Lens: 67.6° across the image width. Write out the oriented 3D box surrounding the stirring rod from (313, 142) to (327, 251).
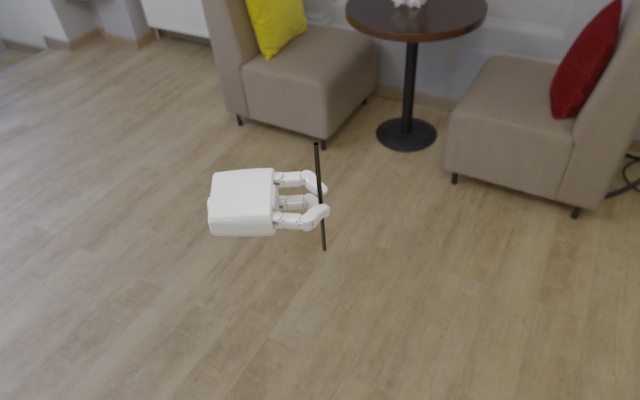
[{"bbox_3d":[0.000,0.003,0.801,0.011,0.240,0.011,-2,43,2],"label":"stirring rod"}]
